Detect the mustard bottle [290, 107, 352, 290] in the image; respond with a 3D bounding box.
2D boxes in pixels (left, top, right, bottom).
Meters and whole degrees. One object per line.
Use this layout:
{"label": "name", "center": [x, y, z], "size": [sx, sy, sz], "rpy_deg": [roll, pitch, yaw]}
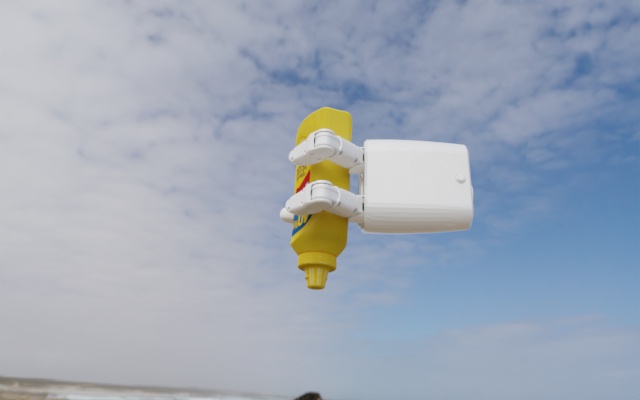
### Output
{"label": "mustard bottle", "center": [0.000, 0.001, 0.525], "size": [0.058, 0.191, 0.096], "rpy_deg": [11, -24, -20]}
